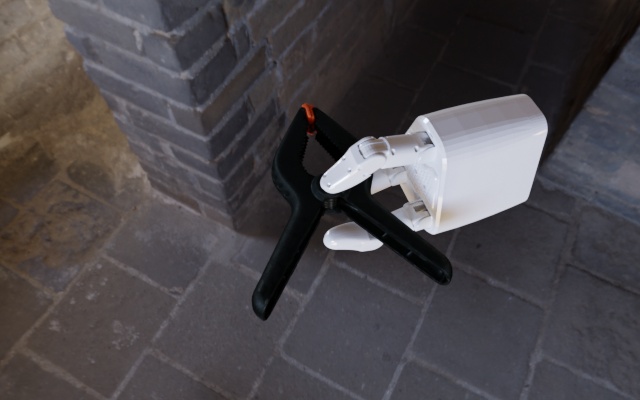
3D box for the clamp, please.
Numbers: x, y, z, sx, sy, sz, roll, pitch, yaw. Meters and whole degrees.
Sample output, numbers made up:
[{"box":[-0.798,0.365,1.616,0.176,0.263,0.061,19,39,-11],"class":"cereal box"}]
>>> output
[{"box":[0.000,0.000,0.423,0.164,0.210,0.036,-14,-30,-14],"class":"clamp"}]
